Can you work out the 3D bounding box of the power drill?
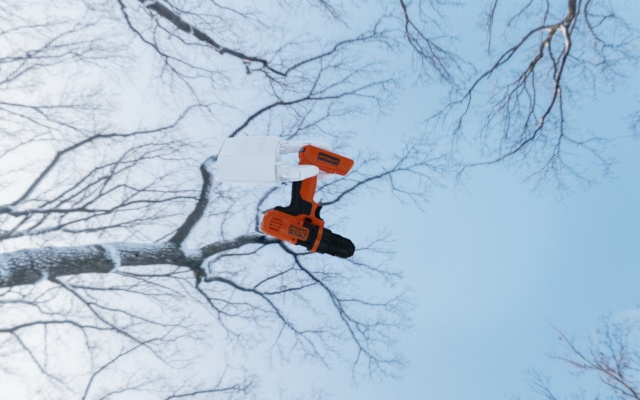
[{"bbox_3d":[0.000,0.002,0.895,0.184,0.187,0.057,20,-7,-11],"label":"power drill"}]
